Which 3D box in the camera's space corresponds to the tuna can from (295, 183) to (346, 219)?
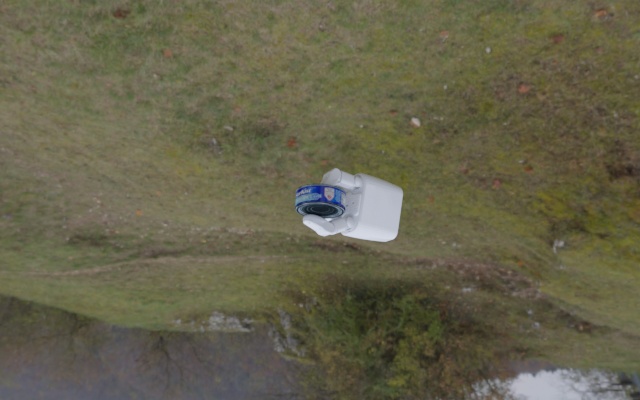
[{"bbox_3d":[0.000,0.003,0.803,0.086,0.033,0.086,2,-20,1],"label":"tuna can"}]
